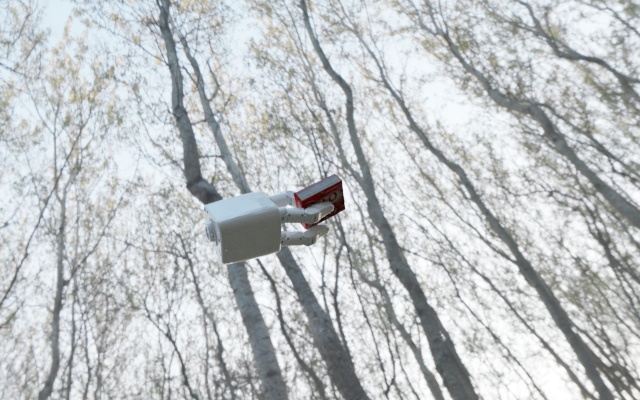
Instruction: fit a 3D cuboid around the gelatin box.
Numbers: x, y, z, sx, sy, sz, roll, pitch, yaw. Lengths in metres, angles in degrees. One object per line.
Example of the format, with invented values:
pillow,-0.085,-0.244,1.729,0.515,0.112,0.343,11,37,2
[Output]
gelatin box,0.000,0.002,0.859,0.089,0.073,0.030,-27,46,-18
